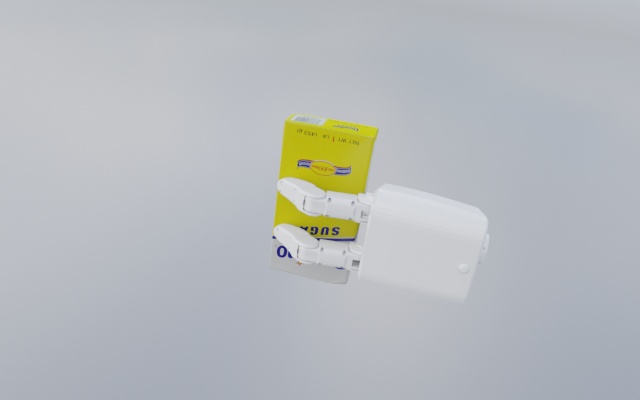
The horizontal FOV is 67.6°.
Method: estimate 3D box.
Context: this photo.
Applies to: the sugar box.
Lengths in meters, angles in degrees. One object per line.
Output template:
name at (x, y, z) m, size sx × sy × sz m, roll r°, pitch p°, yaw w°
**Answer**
sugar box at (0.000, 0.002, 0.512) m, size 0.093 × 0.176 × 0.048 m, roll 12°, pitch 24°, yaw 8°
